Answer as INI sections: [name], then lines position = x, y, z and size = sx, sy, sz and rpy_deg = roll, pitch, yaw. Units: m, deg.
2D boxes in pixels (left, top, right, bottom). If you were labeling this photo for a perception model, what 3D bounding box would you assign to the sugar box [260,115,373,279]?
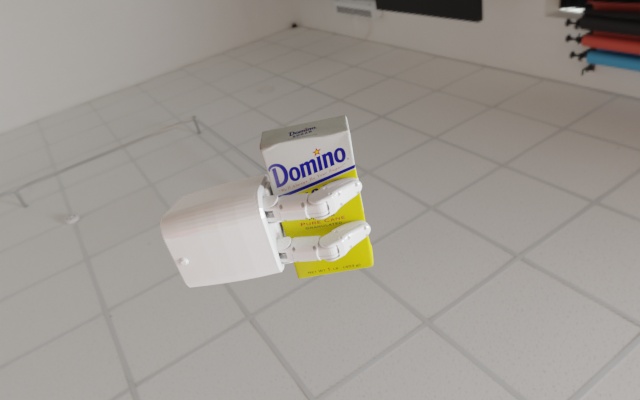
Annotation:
[sugar box]
position = 0.000, 0.002, 0.527
size = 0.093, 0.176, 0.048
rpy_deg = -11, 34, 5
